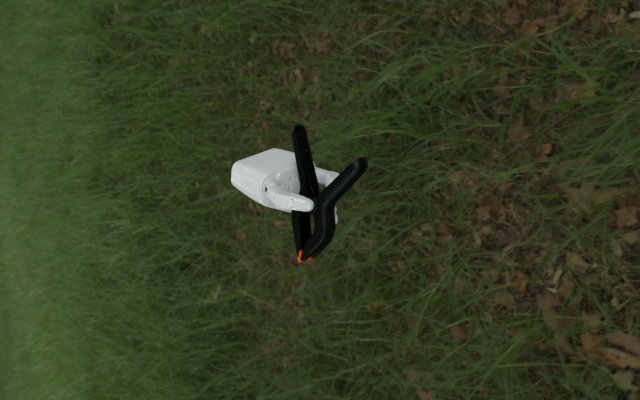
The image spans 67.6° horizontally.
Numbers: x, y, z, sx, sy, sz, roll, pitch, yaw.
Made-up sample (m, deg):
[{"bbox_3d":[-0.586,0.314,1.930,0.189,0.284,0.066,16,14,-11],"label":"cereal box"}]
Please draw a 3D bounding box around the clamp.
[{"bbox_3d":[-0.001,0.003,0.723,0.036,0.210,0.164,-6,21,-38],"label":"clamp"}]
